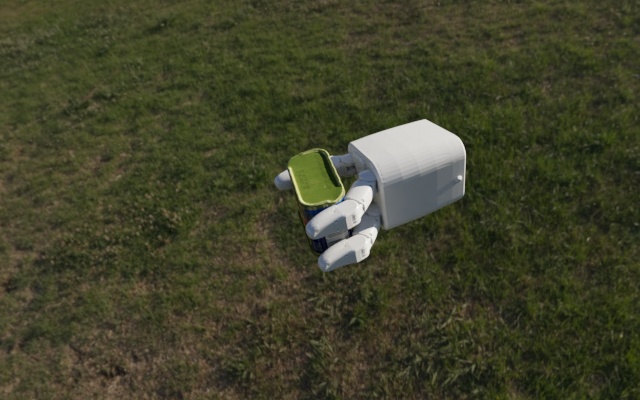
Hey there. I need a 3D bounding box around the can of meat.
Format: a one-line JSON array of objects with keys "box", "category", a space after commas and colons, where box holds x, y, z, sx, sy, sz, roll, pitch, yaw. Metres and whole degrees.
[{"box": [0.000, 0.002, 0.557, 0.057, 0.084, 0.102, -18, 43, -4], "category": "can of meat"}]
